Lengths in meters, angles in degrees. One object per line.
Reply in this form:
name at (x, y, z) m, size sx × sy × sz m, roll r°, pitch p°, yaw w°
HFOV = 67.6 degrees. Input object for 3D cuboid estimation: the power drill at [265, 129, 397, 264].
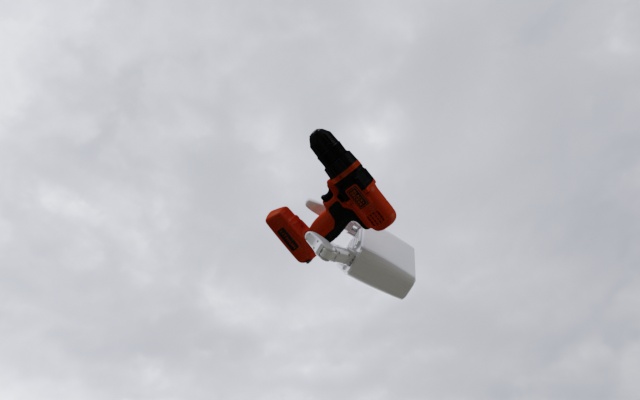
power drill at (0.000, 0.003, 0.759) m, size 0.188 × 0.184 × 0.057 m, roll -37°, pitch 3°, yaw 31°
